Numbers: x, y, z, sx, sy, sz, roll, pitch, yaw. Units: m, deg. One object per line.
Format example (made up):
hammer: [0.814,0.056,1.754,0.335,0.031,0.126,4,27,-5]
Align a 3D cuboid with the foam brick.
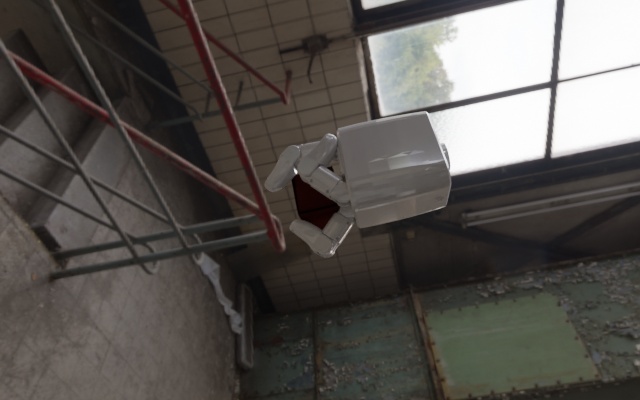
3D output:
foam brick: [0.000,0.002,0.588,0.051,0.053,0.078,-14,-23,4]
